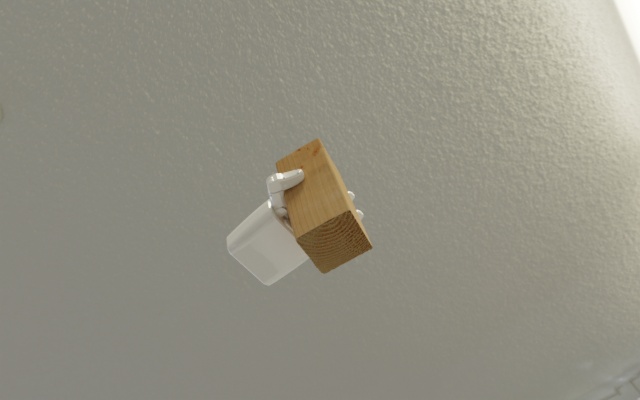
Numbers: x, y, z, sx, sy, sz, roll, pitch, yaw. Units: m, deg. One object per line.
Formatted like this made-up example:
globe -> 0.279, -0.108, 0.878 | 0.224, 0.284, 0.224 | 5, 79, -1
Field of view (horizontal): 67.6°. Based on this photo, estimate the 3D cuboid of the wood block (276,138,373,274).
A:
wood block -> 0.000, 0.002, 0.765 | 0.090, 0.091, 0.206 | -29, 38, 7
